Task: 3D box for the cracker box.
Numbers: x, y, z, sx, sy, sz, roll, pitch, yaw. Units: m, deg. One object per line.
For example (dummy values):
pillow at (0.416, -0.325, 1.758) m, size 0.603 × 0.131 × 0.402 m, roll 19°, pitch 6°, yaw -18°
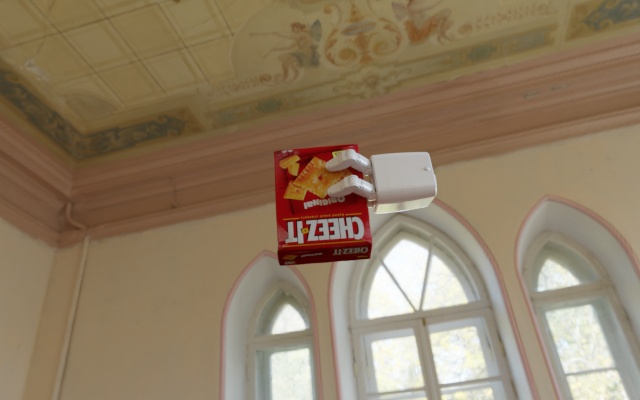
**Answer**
cracker box at (0.000, 0.003, 0.871) m, size 0.164 × 0.213 × 0.072 m, roll -4°, pitch -31°, yaw -1°
